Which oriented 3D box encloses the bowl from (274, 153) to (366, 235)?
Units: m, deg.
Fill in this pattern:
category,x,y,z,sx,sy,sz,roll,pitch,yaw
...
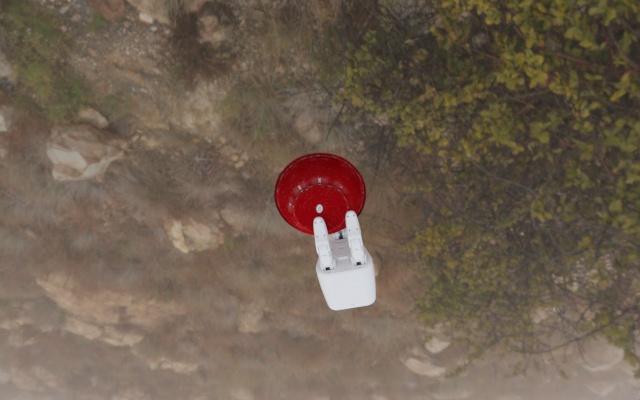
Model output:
category,x,y,z,sx,sy,sz,roll,pitch,yaw
bowl,0.000,0.002,0.812,0.162,0.162,0.055,0,27,-1
